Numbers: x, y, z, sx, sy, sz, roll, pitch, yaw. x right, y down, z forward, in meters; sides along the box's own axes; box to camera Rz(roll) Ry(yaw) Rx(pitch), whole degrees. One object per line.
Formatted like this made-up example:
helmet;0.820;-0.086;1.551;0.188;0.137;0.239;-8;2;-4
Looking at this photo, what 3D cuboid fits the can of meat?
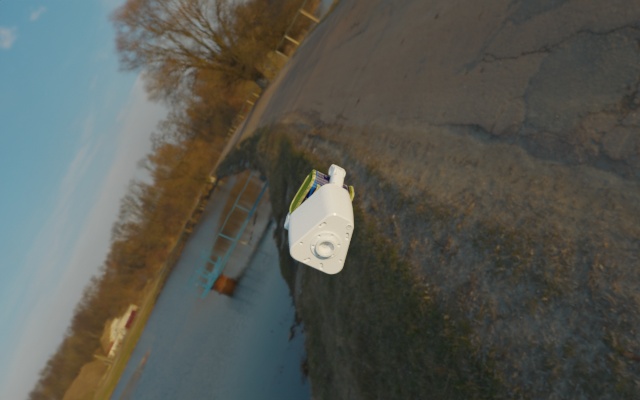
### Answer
can of meat;0.000;0.003;0.888;0.084;0.102;0.057;25;26;-15
